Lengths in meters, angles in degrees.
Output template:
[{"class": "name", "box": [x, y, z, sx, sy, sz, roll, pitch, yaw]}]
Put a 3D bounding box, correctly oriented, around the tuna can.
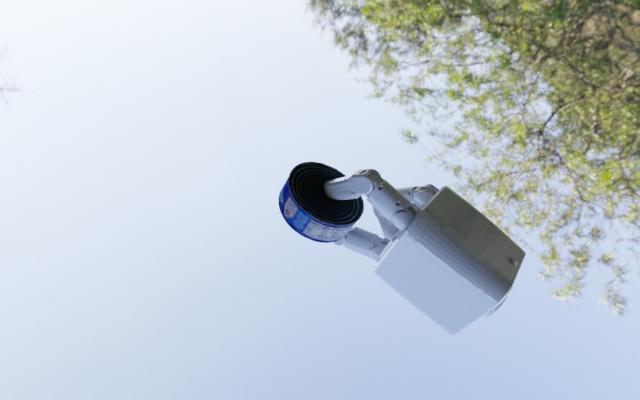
[{"class": "tuna can", "box": [0.000, 0.002, 0.499, 0.086, 0.086, 0.034, 0, -40, -33]}]
